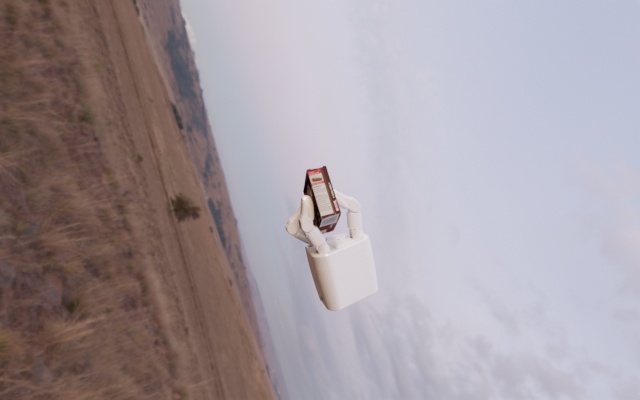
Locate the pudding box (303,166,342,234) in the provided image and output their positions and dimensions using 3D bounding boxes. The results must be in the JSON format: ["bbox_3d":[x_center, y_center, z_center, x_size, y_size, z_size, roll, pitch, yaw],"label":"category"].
[{"bbox_3d":[0.000,0.003,0.823,0.039,0.090,0.113,-15,-16,-12],"label":"pudding box"}]
